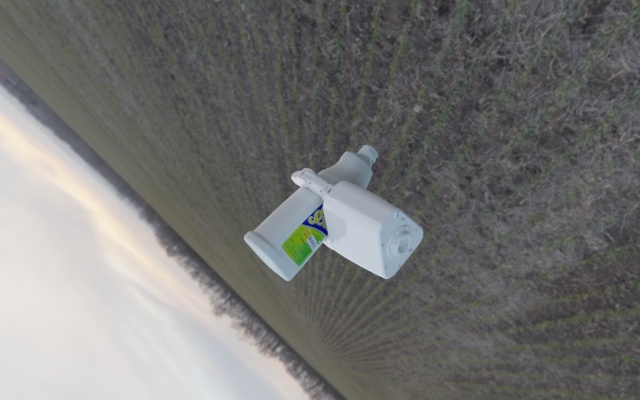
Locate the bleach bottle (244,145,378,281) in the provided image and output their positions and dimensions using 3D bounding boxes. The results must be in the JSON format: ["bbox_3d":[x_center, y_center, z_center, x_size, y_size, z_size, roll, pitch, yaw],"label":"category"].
[{"bbox_3d":[0.000,0.003,0.753,0.068,0.250,0.103,29,-20,40],"label":"bleach bottle"}]
